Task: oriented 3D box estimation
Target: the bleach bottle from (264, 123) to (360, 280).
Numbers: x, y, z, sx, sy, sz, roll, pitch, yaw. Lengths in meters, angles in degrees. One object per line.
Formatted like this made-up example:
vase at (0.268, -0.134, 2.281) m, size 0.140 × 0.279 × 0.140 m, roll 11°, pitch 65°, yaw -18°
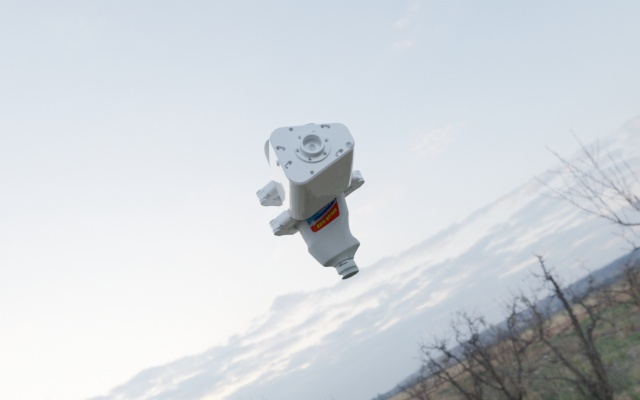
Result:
bleach bottle at (0.000, 0.002, 0.745) m, size 0.102 × 0.250 × 0.068 m, roll -21°, pitch -23°, yaw -12°
